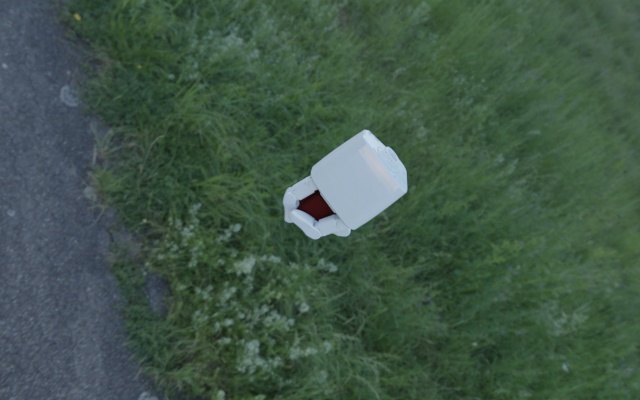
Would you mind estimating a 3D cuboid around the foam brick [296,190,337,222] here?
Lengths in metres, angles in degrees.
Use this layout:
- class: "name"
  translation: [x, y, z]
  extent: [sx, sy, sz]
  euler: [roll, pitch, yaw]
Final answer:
- class: "foam brick"
  translation: [0.000, 0.002, 0.790]
  extent: [0.051, 0.053, 0.078]
  euler: [-35, 20, 24]
